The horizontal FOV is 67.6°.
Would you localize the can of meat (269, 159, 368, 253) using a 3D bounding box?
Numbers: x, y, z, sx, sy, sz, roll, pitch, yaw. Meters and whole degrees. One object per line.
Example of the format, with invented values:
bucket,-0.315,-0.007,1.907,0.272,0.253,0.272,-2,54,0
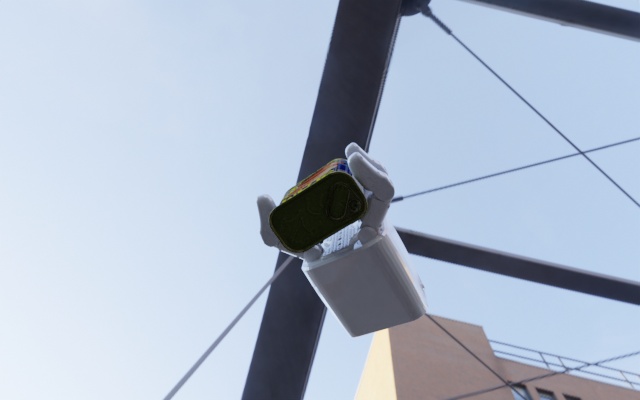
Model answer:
can of meat,0.000,0.002,0.529,0.102,0.057,0.084,-32,11,13
